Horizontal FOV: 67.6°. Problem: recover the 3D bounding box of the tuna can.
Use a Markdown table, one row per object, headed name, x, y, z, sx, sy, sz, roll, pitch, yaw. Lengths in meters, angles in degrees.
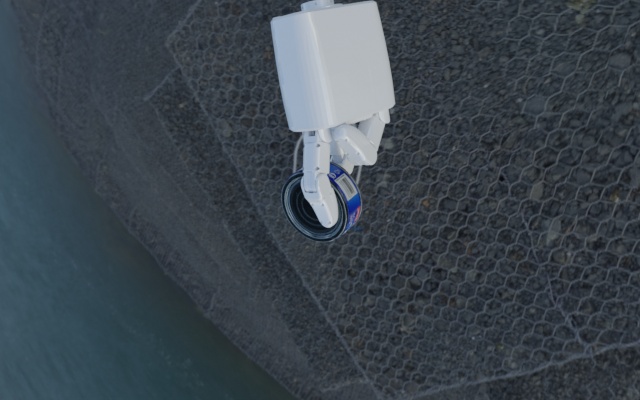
| name | x | y | z | sx | sy | sz | roll | pitch | yaw |
| --- | --- | --- | --- | --- | --- | --- | --- | --- | --- |
| tuna can | 0.000 | 0.002 | 0.518 | 0.086 | 0.086 | 0.033 | 0 | 24 | 34 |
